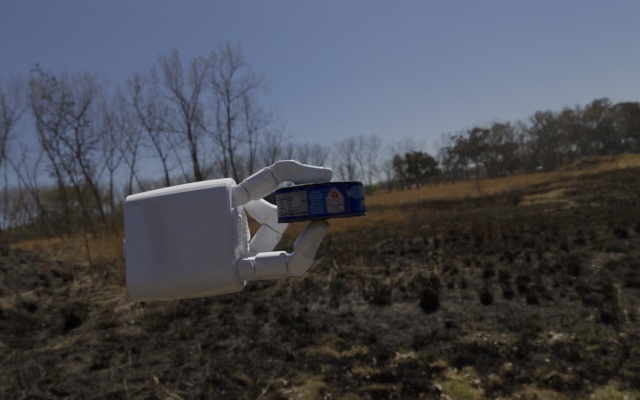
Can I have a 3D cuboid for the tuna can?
[{"bbox_3d":[0.000,0.001,0.458,0.086,0.034,0.086,-5,-1,0],"label":"tuna can"}]
